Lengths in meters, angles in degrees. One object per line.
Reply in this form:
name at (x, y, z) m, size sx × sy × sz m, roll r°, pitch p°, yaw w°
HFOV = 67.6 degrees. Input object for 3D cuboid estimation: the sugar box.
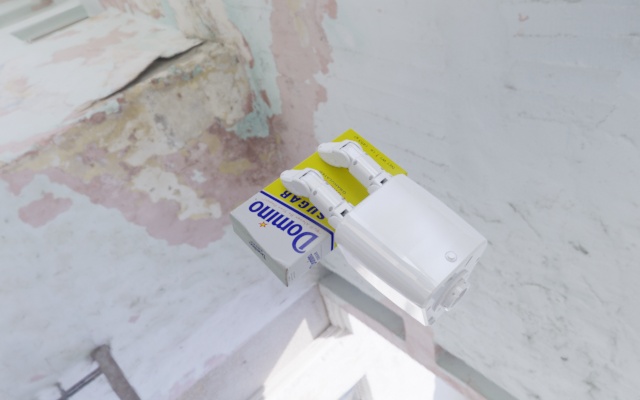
sugar box at (0.000, 0.001, 0.517) m, size 0.176 × 0.093 × 0.048 m, roll -37°, pitch -27°, yaw -24°
